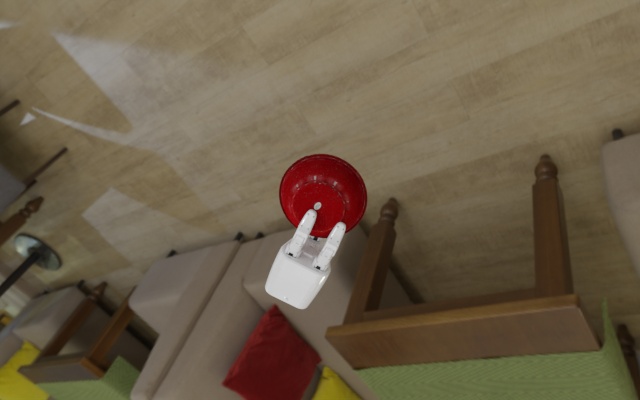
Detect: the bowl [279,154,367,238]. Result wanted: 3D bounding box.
[{"bbox_3d":[0.000,0.002,0.835,0.162,0.162,0.055,0,20,9],"label":"bowl"}]
